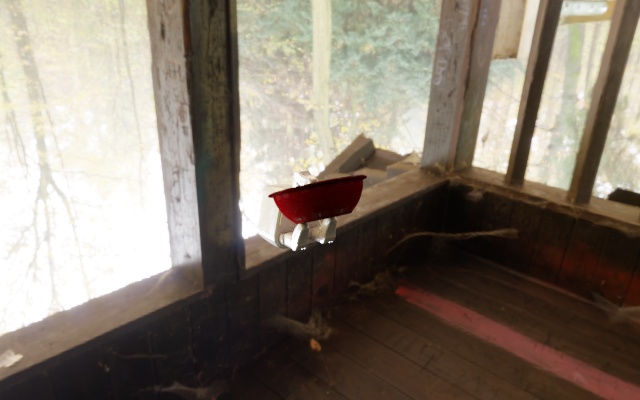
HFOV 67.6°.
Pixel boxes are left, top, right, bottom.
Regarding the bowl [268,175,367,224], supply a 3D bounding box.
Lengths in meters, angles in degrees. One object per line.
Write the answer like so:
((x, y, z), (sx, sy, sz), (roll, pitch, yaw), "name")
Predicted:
((0.000, 0.003, 0.761), (0.162, 0.055, 0.162), (-12, -3, -1), "bowl")
